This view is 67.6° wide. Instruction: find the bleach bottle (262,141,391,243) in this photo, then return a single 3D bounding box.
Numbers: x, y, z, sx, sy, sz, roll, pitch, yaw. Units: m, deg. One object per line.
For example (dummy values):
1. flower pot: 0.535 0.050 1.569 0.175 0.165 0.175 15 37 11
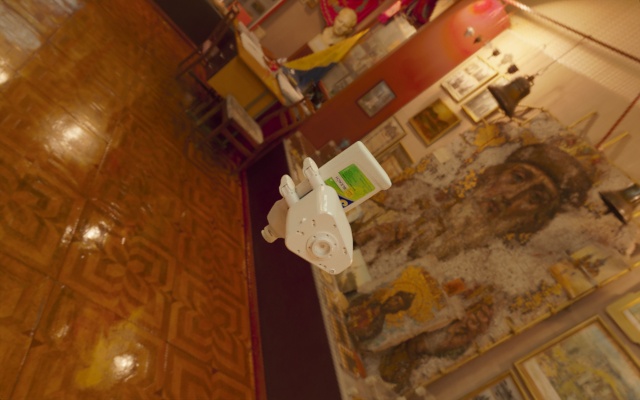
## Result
1. bleach bottle: 0.000 0.003 0.885 0.251 0.102 0.068 -36 18 14
